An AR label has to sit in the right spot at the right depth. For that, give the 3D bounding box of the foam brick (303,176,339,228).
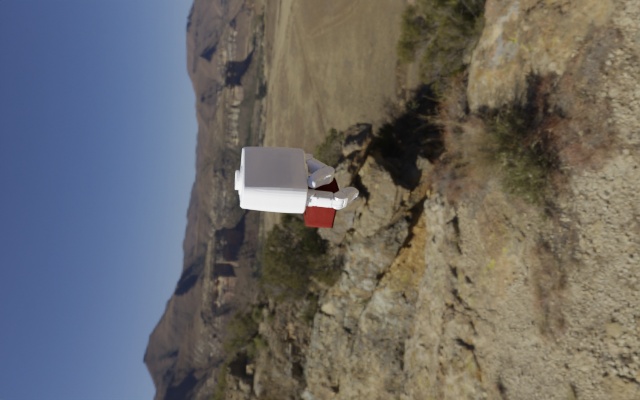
[{"bbox_3d":[0.000,0.003,0.853,0.051,0.078,0.053,2,35,-13],"label":"foam brick"}]
